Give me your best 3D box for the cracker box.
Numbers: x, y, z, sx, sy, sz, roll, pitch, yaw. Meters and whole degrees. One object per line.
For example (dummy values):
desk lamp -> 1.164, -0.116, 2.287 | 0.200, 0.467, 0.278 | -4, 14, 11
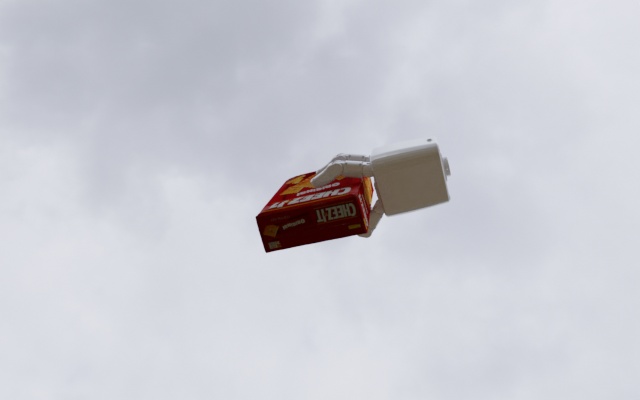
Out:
cracker box -> 0.000, 0.003, 0.808 | 0.164, 0.072, 0.213 | -13, 15, 13
